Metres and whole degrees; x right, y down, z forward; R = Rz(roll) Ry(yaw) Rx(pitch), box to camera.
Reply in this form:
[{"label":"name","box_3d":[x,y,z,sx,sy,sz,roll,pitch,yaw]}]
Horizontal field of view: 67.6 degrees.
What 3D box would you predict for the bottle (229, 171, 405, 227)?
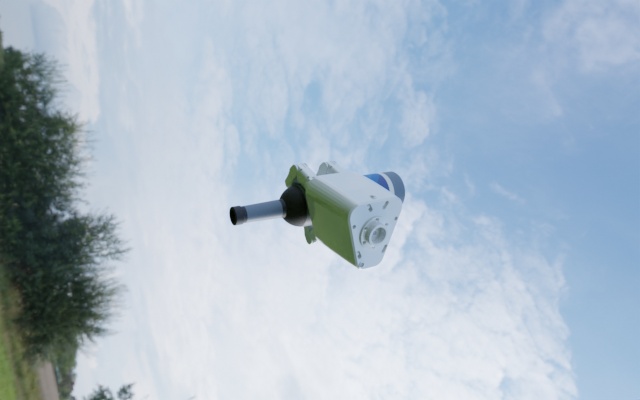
[{"label":"bottle","box_3d":[0.000,0.002,0.752,0.295,0.069,0.069,-9,5,-31]}]
